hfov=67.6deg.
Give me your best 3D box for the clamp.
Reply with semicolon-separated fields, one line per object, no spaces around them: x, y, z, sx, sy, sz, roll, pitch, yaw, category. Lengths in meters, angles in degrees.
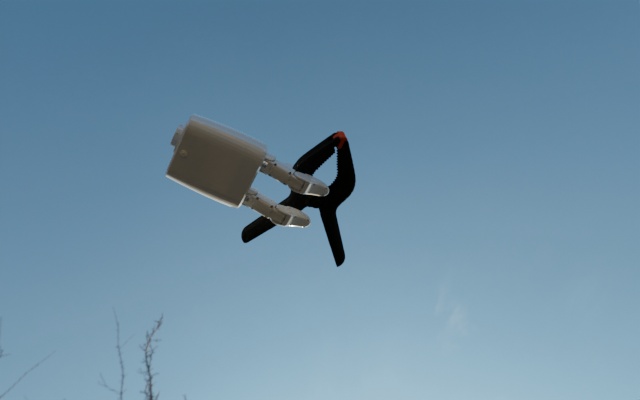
0.000;0.001;0.694;0.164;0.210;0.036;23;21;-20;clamp
